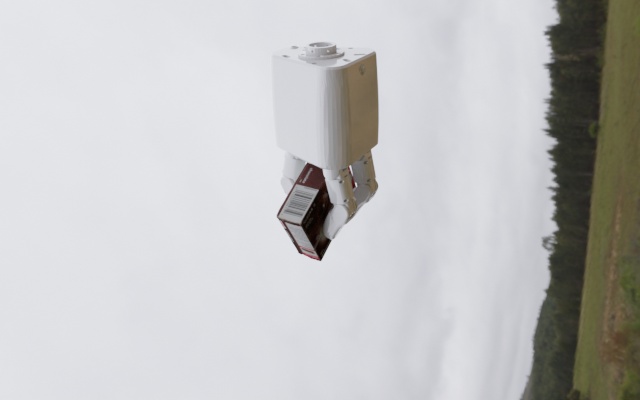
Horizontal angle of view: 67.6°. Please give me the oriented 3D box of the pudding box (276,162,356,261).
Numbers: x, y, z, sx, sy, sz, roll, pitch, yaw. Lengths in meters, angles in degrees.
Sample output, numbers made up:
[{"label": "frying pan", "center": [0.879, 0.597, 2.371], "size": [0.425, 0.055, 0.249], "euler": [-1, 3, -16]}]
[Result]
[{"label": "pudding box", "center": [0.000, 0.002, 0.571], "size": [0.039, 0.113, 0.090], "euler": [18, -27, 28]}]
